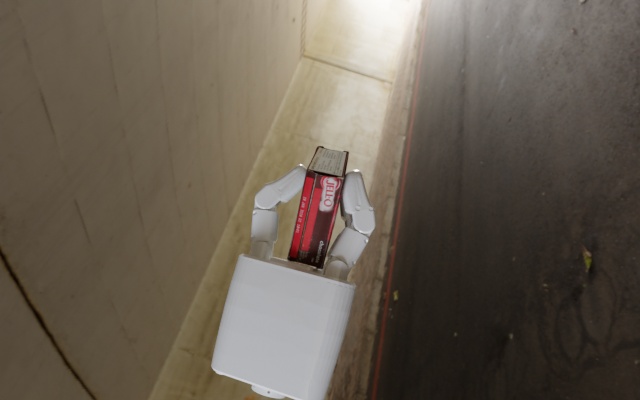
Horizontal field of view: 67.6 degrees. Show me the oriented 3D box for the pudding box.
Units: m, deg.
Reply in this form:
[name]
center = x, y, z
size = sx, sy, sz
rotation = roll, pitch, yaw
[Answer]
[pudding box]
center = 0.000, 0.002, 0.468
size = 0.039, 0.090, 0.113
rotation = 14, 19, -1
